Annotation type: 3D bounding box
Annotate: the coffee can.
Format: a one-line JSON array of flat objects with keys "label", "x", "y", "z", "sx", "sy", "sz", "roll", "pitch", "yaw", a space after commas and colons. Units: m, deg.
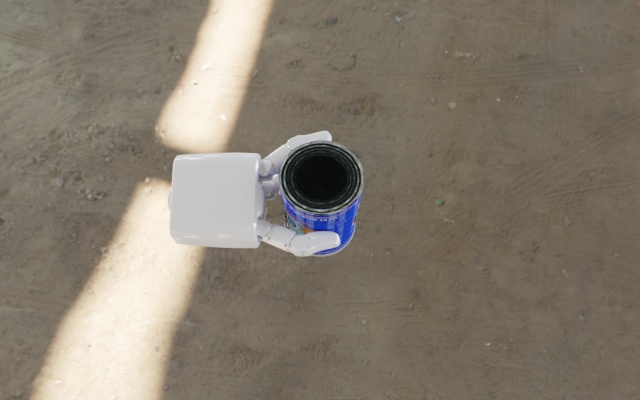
[{"label": "coffee can", "x": 0.000, "y": 0.002, "z": 0.630, "sx": 0.103, "sy": 0.102, "sz": 0.140, "roll": 0, "pitch": -27, "yaw": -1}]
